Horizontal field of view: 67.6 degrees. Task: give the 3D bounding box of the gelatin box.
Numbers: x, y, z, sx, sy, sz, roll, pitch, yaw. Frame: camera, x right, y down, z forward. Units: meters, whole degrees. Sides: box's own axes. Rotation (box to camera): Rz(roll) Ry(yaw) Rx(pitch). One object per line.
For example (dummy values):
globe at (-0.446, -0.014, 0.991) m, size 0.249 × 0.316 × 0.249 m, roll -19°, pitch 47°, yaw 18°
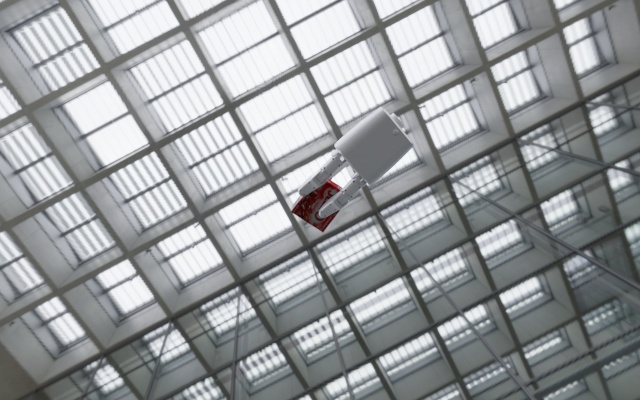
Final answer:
gelatin box at (0.000, 0.003, 0.871) m, size 0.073 × 0.089 × 0.030 m, roll 33°, pitch 18°, yaw -13°
